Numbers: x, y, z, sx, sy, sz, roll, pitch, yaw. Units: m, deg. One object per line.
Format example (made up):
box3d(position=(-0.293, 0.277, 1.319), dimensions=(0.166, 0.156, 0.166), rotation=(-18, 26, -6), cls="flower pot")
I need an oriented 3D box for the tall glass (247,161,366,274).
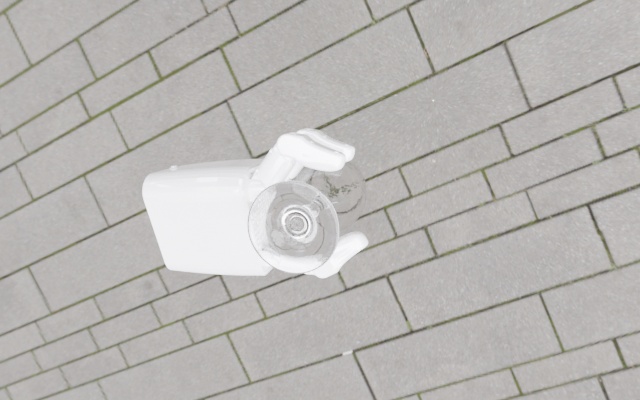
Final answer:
box3d(position=(0.000, 0.002, 0.462), dimensions=(0.079, 0.079, 0.201), rotation=(0, 12, 13), cls="tall glass")
